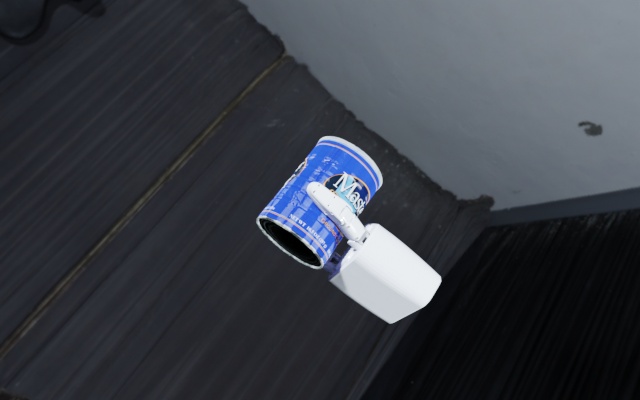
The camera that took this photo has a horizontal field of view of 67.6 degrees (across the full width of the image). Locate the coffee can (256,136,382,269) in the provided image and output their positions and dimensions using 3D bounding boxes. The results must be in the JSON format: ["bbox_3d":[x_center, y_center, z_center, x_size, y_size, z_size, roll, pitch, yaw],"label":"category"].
[{"bbox_3d":[0.000,0.002,0.618,0.103,0.140,0.103,32,-21,14],"label":"coffee can"}]
